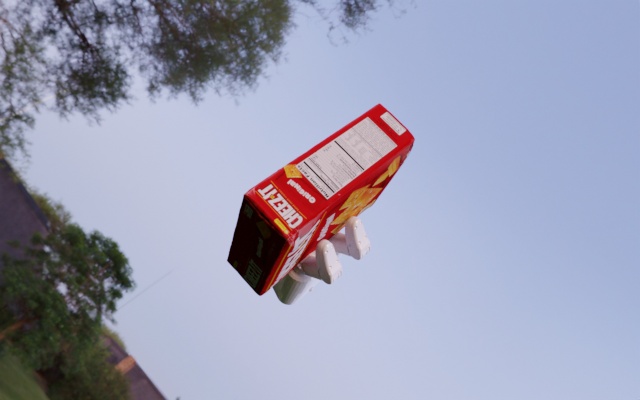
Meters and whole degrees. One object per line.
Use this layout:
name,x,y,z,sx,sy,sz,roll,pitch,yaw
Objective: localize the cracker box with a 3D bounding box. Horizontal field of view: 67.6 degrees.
cracker box,0.000,0.002,0.565,0.213,0.072,0.164,-38,-14,-32
